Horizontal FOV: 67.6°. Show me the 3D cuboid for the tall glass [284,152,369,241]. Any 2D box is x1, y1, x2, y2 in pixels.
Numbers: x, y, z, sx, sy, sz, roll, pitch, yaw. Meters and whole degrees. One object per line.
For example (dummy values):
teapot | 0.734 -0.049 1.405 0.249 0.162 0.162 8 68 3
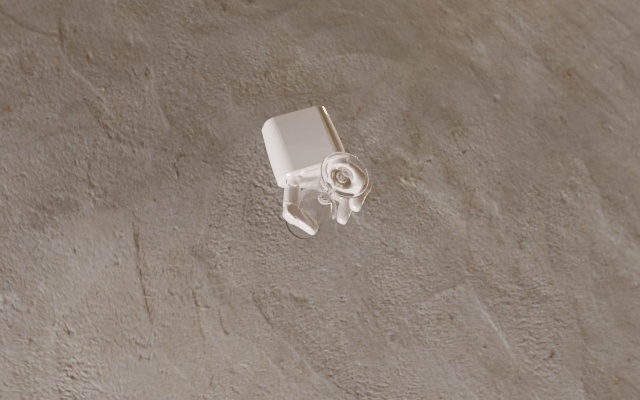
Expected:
tall glass | 0.000 0.002 0.764 0.079 0.079 0.201 0 -24 -23
